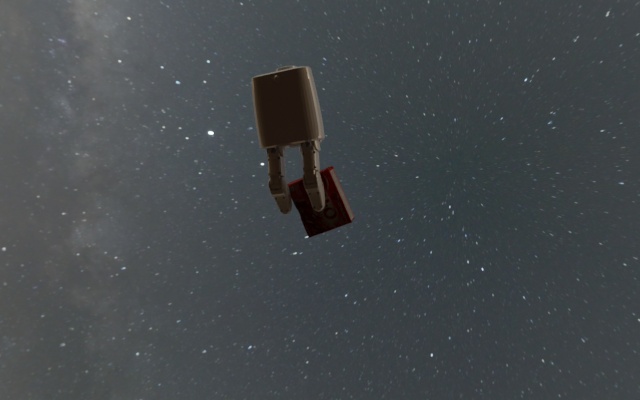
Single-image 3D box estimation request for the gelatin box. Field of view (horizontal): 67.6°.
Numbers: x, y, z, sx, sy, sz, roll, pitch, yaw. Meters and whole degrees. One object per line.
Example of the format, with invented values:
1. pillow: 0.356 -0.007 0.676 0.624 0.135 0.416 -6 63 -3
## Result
1. gelatin box: 0.000 0.003 0.720 0.073 0.089 0.030 -21 8 18
